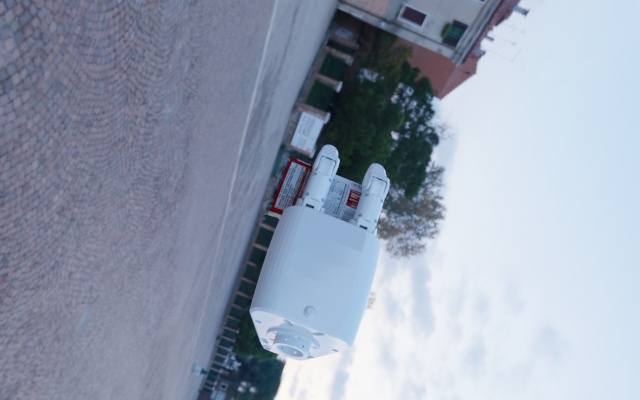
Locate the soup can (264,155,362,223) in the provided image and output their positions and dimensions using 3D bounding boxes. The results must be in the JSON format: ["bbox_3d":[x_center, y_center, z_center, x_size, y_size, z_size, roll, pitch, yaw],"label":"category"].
[{"bbox_3d":[0.000,0.001,0.509,0.102,0.068,0.068,22,-2,-4],"label":"soup can"}]
